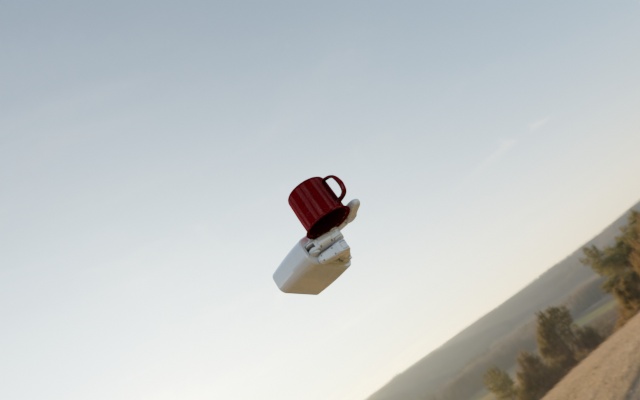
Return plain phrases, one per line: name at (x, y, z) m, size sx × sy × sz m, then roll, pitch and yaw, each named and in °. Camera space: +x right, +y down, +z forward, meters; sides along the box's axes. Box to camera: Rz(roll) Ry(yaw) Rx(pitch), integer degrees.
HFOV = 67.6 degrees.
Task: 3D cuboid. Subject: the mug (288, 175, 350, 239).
mug at (0.001, 0.002, 0.862) m, size 0.093 × 0.081 × 0.117 m, roll -3°, pitch -39°, yaw -51°
